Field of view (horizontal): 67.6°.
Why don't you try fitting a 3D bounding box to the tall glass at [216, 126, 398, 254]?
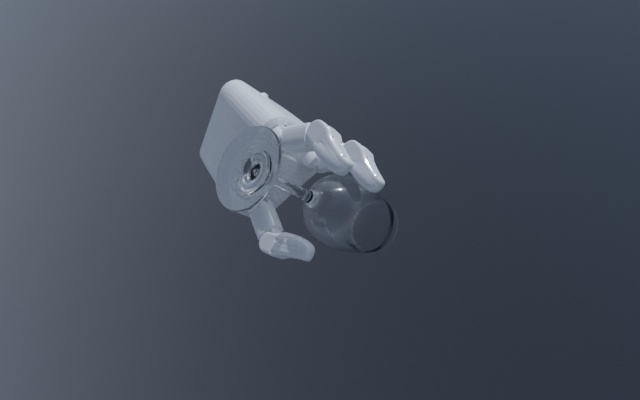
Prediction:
[{"bbox_3d":[0.000,0.001,0.461,0.079,0.079,0.201,0,-17,39],"label":"tall glass"}]
